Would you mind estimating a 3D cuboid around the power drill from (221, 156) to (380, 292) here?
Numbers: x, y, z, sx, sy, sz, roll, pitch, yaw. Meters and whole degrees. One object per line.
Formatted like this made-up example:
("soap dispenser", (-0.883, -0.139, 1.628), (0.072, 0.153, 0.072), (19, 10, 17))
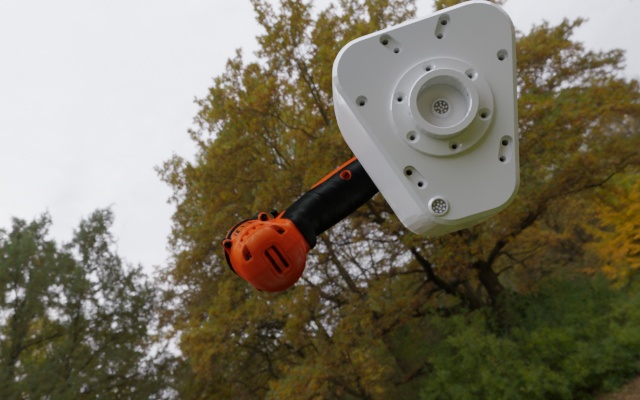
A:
("power drill", (0.000, 0.001, 0.409), (0.187, 0.057, 0.184), (-39, 10, -13))
